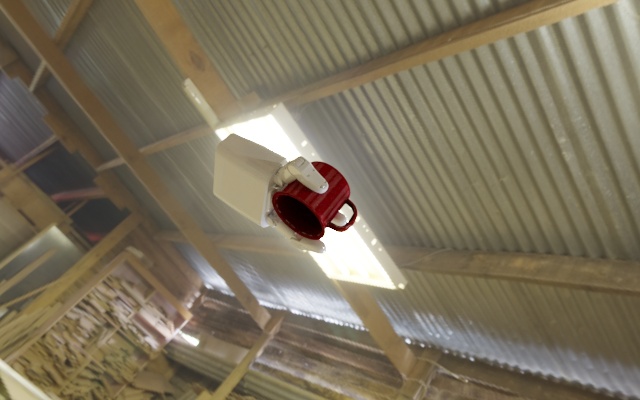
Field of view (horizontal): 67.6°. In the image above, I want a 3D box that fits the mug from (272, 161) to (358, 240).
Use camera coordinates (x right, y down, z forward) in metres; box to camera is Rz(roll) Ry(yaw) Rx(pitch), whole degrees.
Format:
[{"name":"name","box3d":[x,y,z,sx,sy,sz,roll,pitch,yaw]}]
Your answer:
[{"name":"mug","box3d":[0.001,0.003,0.691,0.117,0.081,0.093,29,-32,19]}]
